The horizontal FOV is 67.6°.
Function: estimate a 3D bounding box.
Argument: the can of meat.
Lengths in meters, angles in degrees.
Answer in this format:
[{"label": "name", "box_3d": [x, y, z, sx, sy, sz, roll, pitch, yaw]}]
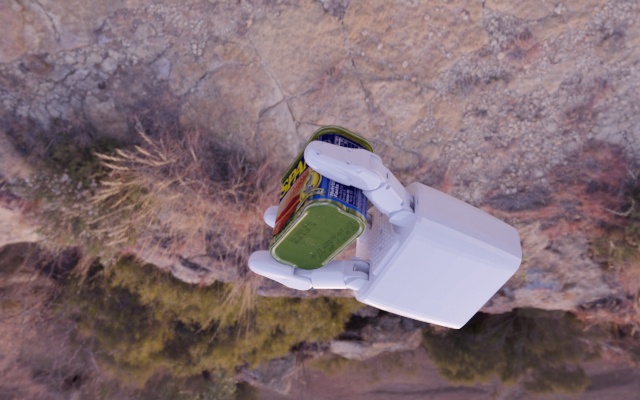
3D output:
[{"label": "can of meat", "box_3d": [0.000, 0.002, 0.407, 0.057, 0.084, 0.102, 23, -42, -18]}]
